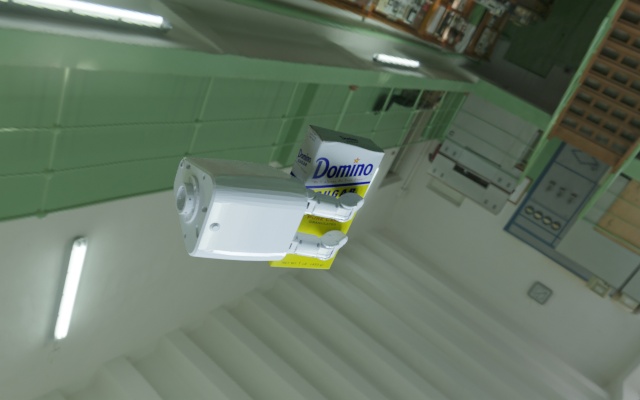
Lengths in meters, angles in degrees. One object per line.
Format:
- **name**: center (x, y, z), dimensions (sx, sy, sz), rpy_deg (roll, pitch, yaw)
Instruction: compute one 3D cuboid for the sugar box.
- **sugar box**: center (0.000, 0.002, 0.586), dimensions (0.093, 0.176, 0.048), rpy_deg (7, 30, -34)
